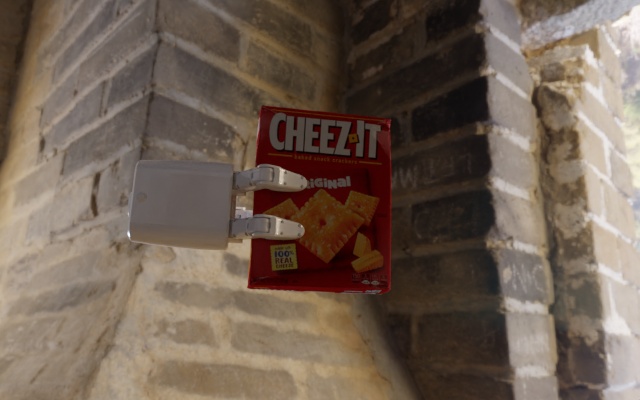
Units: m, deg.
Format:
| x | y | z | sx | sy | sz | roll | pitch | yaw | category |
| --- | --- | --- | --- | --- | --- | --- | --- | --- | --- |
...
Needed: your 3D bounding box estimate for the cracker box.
| x | y | z | sx | sy | sz | roll | pitch | yaw | category |
| --- | --- | --- | --- | --- | --- | --- | --- | --- | --- |
| 0.000 | 0.002 | 0.577 | 0.164 | 0.213 | 0.072 | 4 | -13 | -9 | cracker box |
